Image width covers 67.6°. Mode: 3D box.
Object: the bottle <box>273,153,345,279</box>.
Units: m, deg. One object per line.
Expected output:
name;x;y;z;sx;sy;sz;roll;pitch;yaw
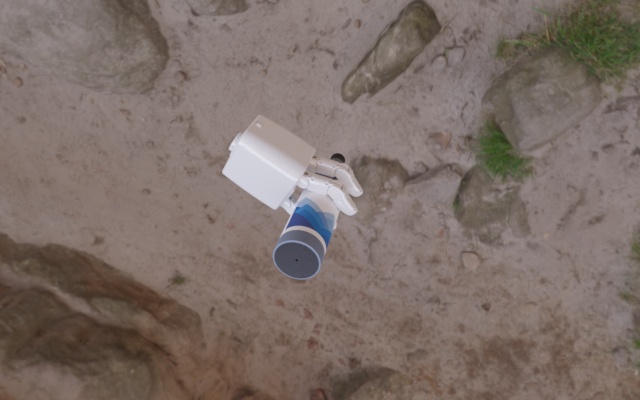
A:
bottle;0.000;0.003;0.755;0.069;0.069;0.295;0;32;15
